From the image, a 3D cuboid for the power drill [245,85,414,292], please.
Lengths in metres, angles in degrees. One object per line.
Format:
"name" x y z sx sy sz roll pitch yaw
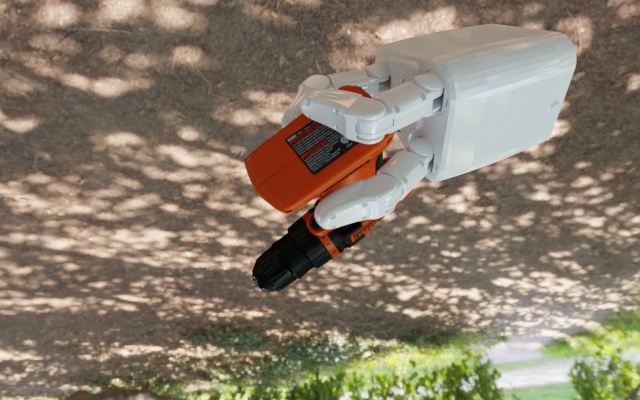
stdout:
"power drill" 0.000 0.001 0.404 0.184 0.057 0.188 -39 -20 -6
